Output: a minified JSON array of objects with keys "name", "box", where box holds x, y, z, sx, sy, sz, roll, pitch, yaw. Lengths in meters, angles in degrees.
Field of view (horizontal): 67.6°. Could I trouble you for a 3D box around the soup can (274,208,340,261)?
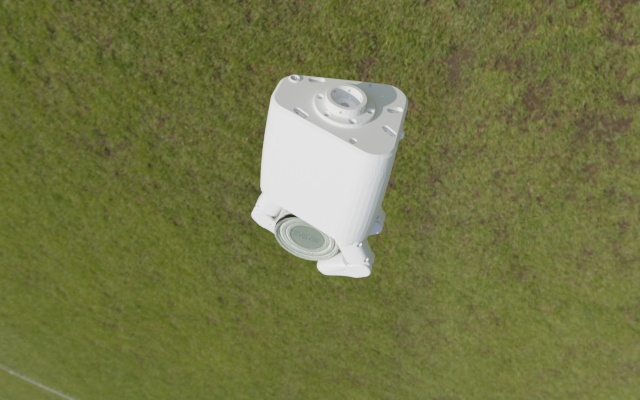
[{"name":"soup can","box":[0.000,0.002,0.488,0.068,0.102,0.069,12,-41,10]}]
